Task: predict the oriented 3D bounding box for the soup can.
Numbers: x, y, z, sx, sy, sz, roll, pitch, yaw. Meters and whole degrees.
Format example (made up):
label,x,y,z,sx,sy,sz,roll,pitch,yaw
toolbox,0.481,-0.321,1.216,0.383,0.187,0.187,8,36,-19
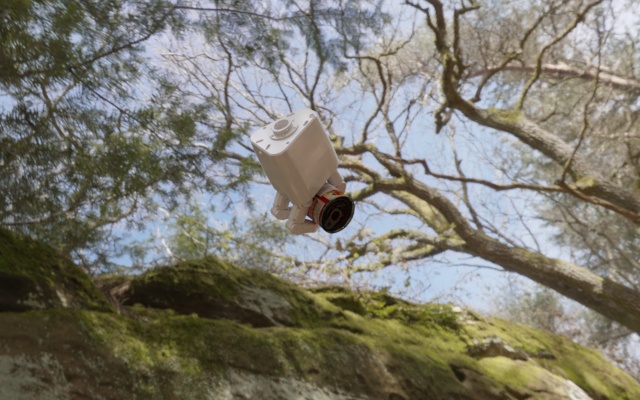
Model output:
label,x,y,z,sx,sy,sz,roll,pitch,yaw
soup can,0.000,0.003,0.802,0.068,0.068,0.102,0,24,-39
